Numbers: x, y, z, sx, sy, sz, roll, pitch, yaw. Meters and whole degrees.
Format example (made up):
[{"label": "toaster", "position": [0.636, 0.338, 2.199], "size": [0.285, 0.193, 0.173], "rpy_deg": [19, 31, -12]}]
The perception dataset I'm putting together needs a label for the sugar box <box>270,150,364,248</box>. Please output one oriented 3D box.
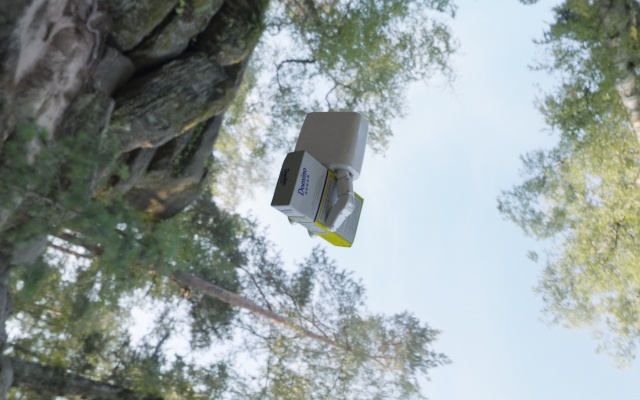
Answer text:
[{"label": "sugar box", "position": [0.000, 0.002, 0.762], "size": [0.048, 0.093, 0.176], "rpy_deg": [-2, -26, 40]}]
